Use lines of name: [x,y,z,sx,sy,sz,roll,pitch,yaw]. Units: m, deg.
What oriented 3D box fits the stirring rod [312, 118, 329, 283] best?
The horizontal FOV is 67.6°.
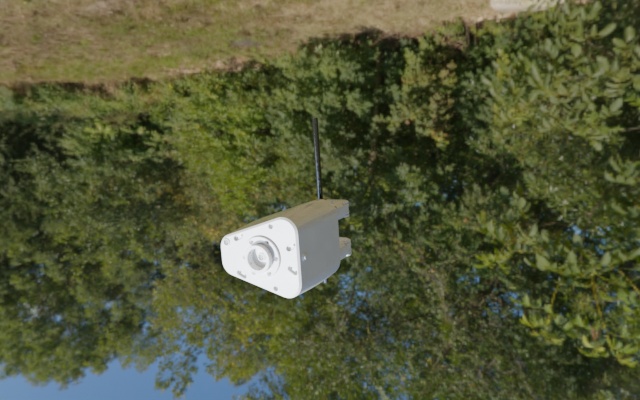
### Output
stirring rod: [0.000,0.002,0.691,0.011,0.239,0.011,-4,8,1]
